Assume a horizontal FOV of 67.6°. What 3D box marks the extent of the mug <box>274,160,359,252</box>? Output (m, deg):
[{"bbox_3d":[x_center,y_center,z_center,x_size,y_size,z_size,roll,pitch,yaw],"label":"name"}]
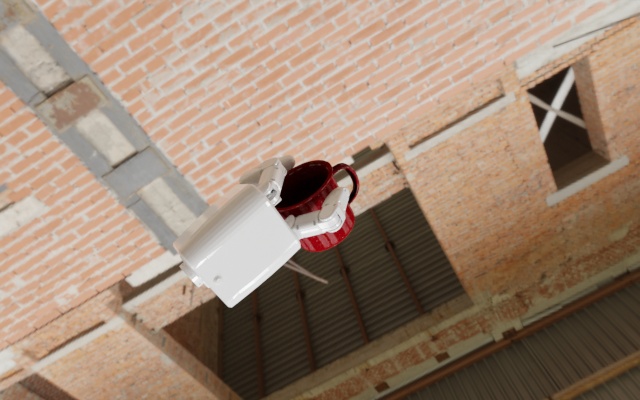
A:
[{"bbox_3d":[0.001,0.001,0.600,0.117,0.081,0.093,-40,31,-13],"label":"mug"}]
